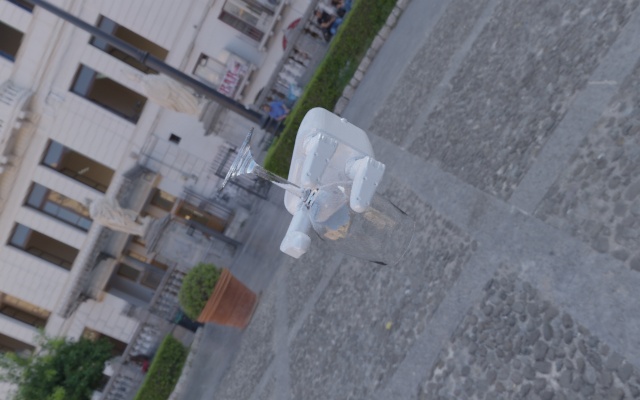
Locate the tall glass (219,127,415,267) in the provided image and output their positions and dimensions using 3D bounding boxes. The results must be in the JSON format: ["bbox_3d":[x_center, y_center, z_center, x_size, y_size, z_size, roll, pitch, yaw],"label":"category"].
[{"bbox_3d":[-0.001,0.001,0.510,0.201,0.079,0.079,27,-6,-11],"label":"tall glass"}]
